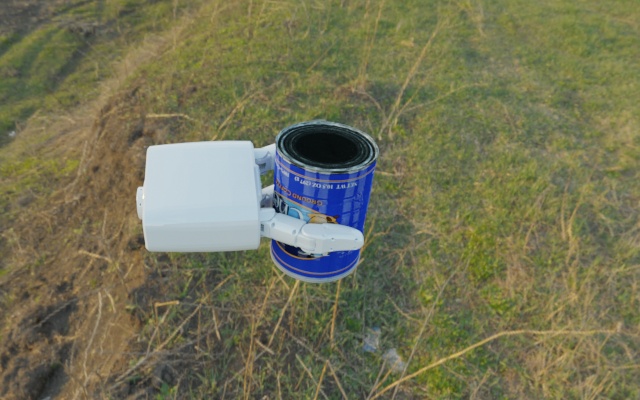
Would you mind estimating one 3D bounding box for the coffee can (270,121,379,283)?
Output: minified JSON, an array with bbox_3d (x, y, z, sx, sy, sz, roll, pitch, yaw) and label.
[{"bbox_3d":[0.000,0.002,0.507,0.103,0.140,0.102,4,35,-3],"label":"coffee can"}]
